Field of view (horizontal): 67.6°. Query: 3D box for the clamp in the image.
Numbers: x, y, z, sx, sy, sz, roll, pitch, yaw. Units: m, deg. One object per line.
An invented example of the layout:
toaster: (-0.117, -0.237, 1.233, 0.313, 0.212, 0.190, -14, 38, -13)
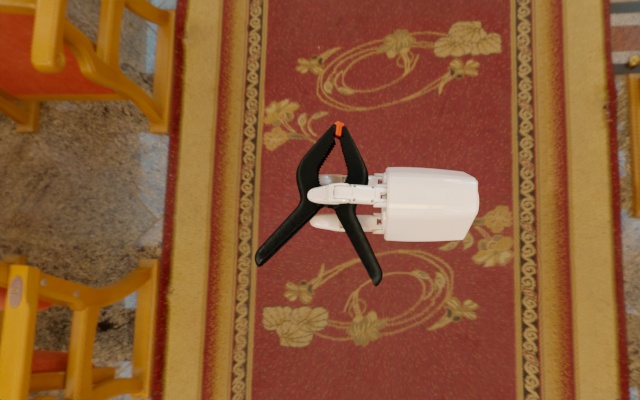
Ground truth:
clamp: (0.000, 0.001, 0.620, 0.164, 0.210, 0.036, 2, -8, 5)
